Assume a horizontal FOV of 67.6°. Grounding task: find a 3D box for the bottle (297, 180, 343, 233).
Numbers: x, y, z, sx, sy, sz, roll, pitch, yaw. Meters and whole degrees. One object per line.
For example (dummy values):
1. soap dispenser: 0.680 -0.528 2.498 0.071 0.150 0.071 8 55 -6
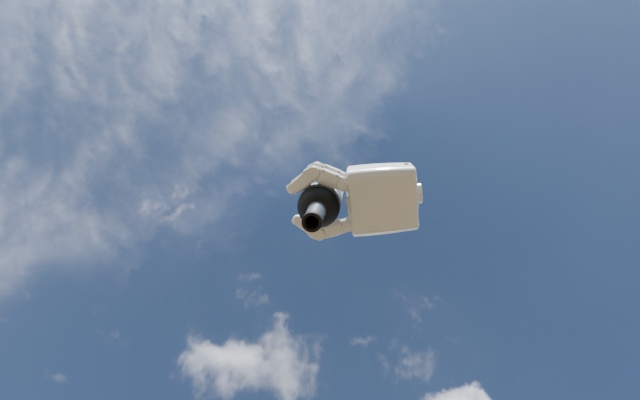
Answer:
1. bottle: 0.000 0.003 0.772 0.069 0.069 0.295 0 10 5
